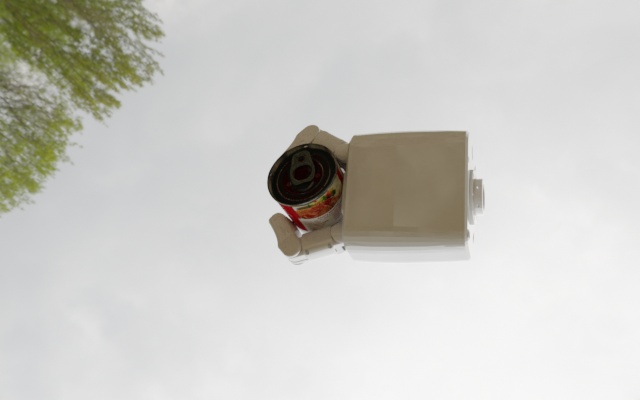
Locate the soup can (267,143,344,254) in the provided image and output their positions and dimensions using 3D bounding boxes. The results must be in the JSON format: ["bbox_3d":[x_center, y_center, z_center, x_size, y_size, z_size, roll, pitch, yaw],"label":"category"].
[{"bbox_3d":[0.000,0.002,0.467,0.068,0.068,0.102,0,-31,24],"label":"soup can"}]
